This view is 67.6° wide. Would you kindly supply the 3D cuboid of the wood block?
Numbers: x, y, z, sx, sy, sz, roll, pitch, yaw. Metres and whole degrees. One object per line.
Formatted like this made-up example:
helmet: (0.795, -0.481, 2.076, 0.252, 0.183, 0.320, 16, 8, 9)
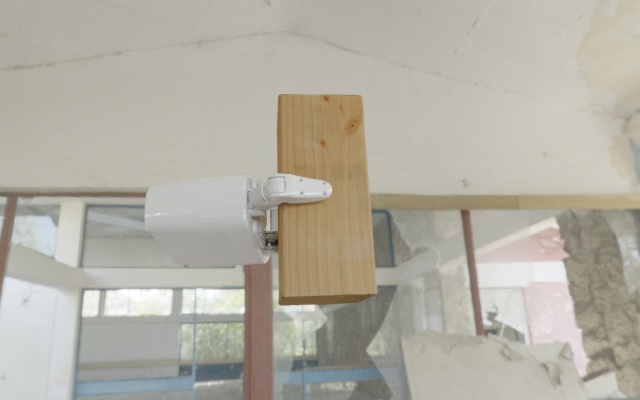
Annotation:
wood block: (0.000, 0.001, 0.503, 0.090, 0.206, 0.091, -1, -17, -7)
